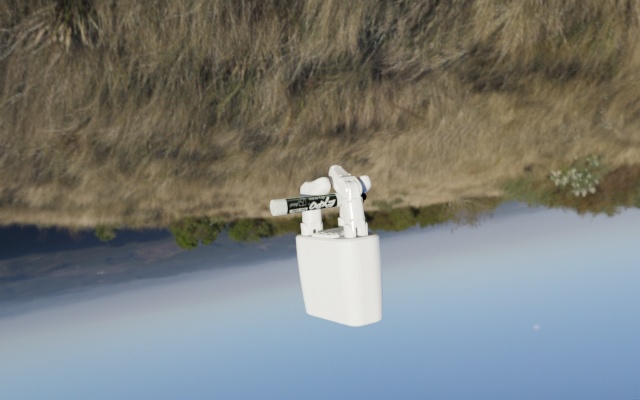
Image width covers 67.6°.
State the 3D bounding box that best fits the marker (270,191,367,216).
[{"bbox_3d":[0.000,0.002,0.572,0.121,0.020,0.020,-7,3,-23],"label":"marker"}]
